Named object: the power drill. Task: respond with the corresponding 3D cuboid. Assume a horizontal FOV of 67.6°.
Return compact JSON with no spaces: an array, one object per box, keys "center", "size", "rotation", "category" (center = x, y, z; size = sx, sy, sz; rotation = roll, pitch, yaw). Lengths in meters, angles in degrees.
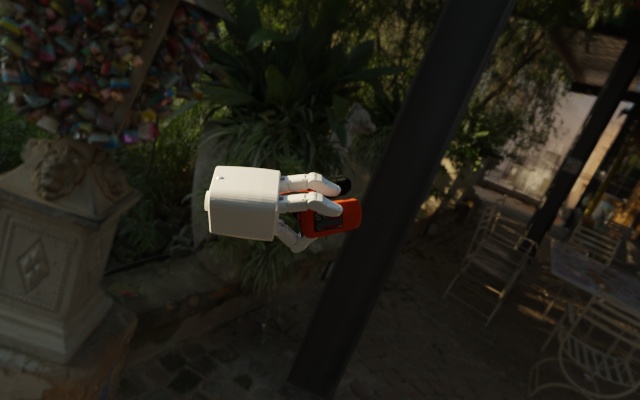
[{"center":[0.000,0.003,0.857],"size":[0.184,0.057,0.187],"rotation":[-12,19,-19],"category":"power drill"}]
